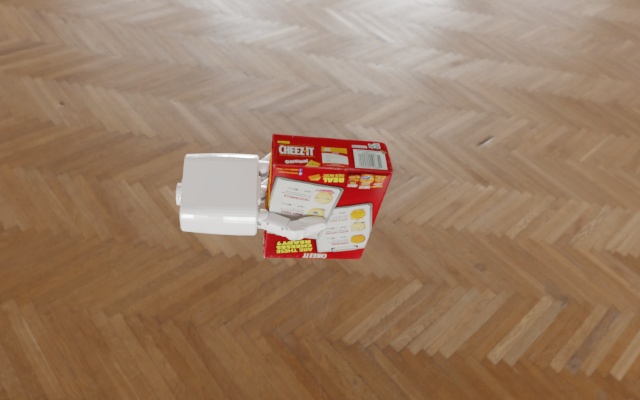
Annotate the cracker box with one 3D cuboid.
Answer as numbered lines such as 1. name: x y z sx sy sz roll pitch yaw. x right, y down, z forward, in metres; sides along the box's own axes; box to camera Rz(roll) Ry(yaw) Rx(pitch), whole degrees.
1. cracker box: 0.000 0.002 0.722 0.164 0.072 0.214 2 -40 -9
